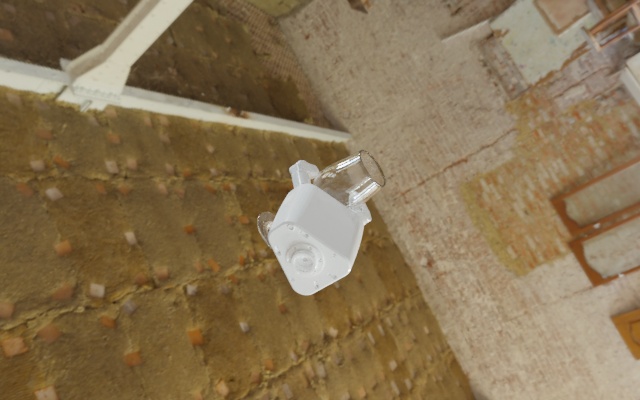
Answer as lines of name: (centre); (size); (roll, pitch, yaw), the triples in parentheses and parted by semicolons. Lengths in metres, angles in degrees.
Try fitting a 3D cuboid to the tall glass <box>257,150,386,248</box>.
tall glass: (0.000, 0.003, 0.725); (0.201, 0.079, 0.079); (-33, -16, 26)
